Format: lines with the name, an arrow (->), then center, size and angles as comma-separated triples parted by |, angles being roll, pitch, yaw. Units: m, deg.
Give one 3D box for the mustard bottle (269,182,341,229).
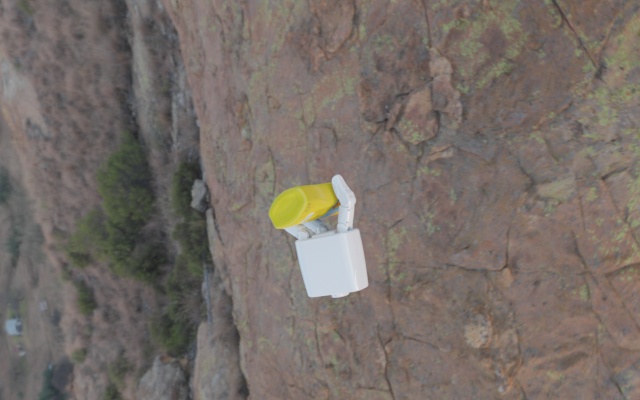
mustard bottle -> 0.000, 0.003, 0.882 | 0.096, 0.058, 0.191 | -41, -18, 35
